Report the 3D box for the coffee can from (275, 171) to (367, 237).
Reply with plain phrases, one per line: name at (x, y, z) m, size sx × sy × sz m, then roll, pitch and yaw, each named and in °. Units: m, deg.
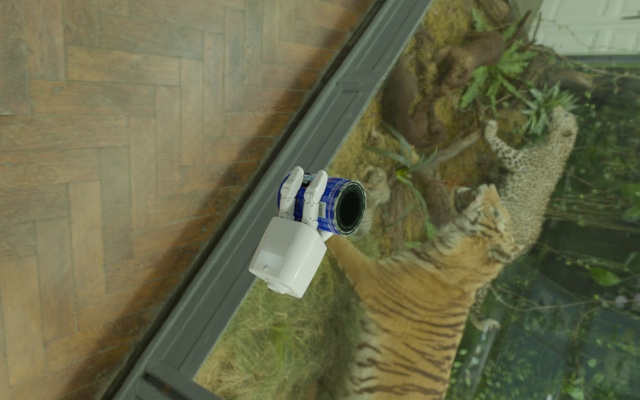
coffee can at (0.000, 0.003, 0.889) m, size 0.140 × 0.103 × 0.103 m, roll 12°, pitch 7°, yaw 37°
